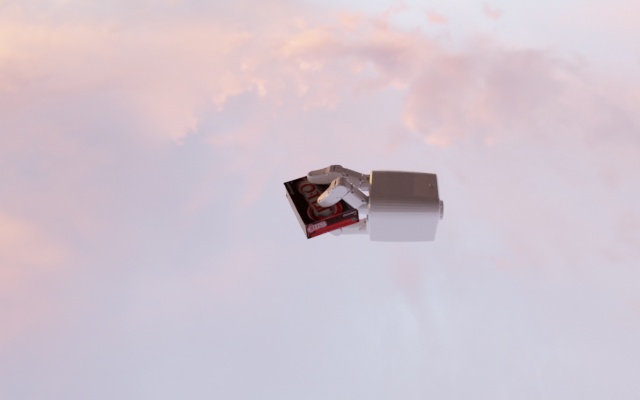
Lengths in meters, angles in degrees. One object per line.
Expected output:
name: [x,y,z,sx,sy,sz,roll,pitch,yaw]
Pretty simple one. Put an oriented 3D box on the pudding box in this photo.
pudding box: [0.000,0.003,0.767,0.090,0.039,0.113,-17,41,-13]
